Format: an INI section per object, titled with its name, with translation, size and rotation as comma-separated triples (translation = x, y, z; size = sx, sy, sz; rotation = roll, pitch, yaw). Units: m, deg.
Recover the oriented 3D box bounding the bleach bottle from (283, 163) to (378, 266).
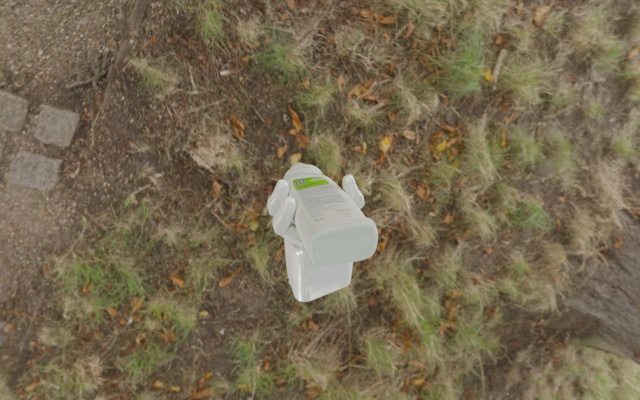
[bleach bottle]
translation = 0.000, 0.002, 0.758
size = 0.102, 0.068, 0.250
rotation = -8, 31, -12
